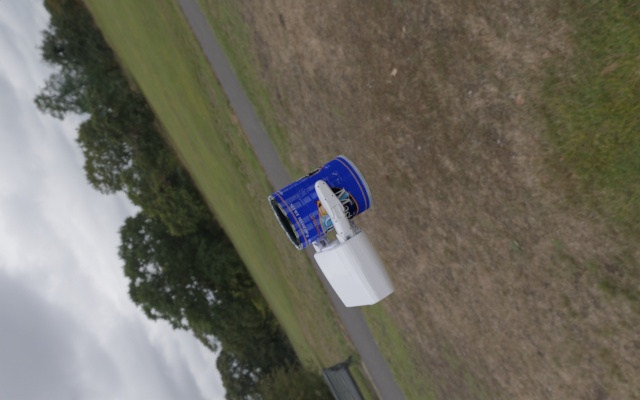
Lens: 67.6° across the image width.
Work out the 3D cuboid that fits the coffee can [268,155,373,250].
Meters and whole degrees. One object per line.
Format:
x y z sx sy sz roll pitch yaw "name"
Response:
0.000 0.002 0.785 0.140 0.103 0.103 -30 7 -13 "coffee can"
